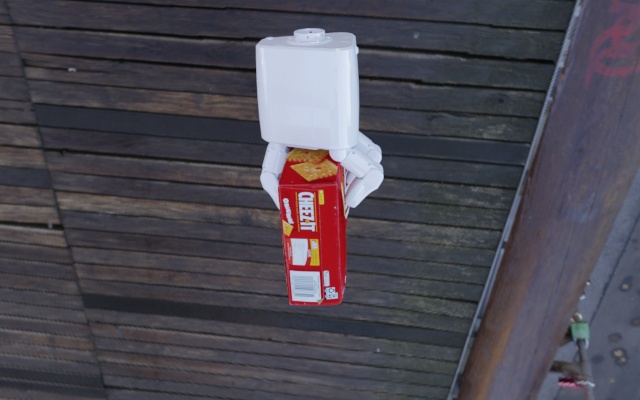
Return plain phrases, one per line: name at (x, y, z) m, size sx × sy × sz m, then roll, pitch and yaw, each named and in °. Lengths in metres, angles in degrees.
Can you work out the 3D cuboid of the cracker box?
cracker box at (0.000, 0.002, 0.610) m, size 0.072 × 0.164 × 0.213 m, roll 0°, pitch 29°, yaw 6°
